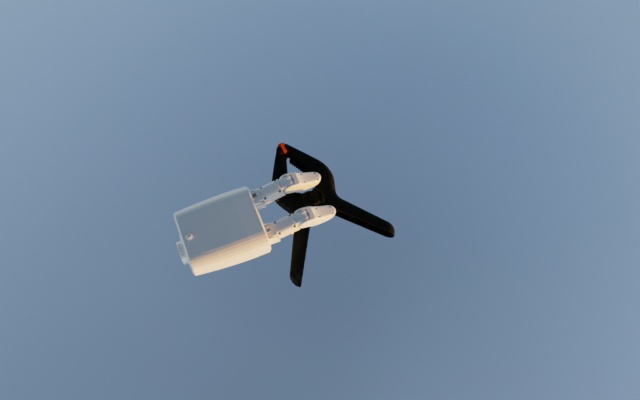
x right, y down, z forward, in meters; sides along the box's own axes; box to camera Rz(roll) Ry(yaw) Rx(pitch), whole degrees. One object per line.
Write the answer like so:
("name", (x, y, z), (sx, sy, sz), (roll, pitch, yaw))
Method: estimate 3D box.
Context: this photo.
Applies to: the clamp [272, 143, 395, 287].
("clamp", (0.000, 0.002, 0.693), (0.164, 0.210, 0.036), (-19, -21, -15))
